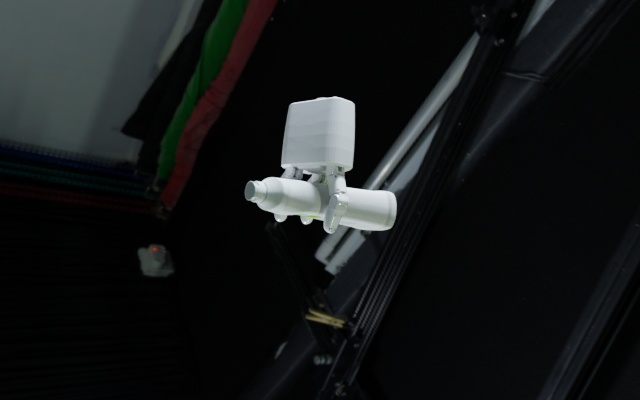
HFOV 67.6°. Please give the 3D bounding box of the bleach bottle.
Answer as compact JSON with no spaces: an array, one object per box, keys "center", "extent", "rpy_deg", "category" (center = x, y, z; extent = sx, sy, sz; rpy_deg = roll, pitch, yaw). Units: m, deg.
[{"center":[0.000,0.003,0.759],"extent":[0.251,0.068,0.102],"rpy_deg":[10,-9,-39],"category":"bleach bottle"}]
